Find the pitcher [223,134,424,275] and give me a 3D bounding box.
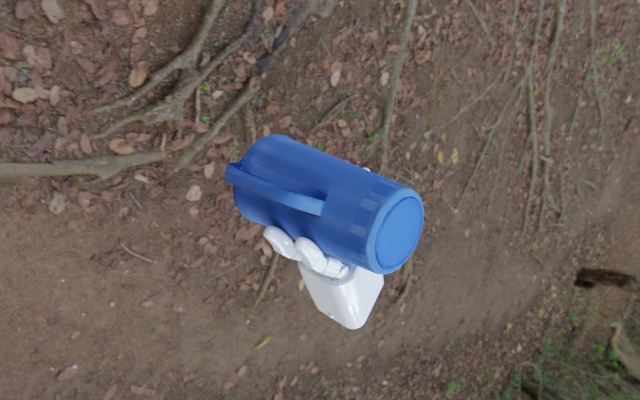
[{"bbox_3d":[0.000,0.002,0.618,0.242,0.145,0.149,23,51,40],"label":"pitcher"}]
